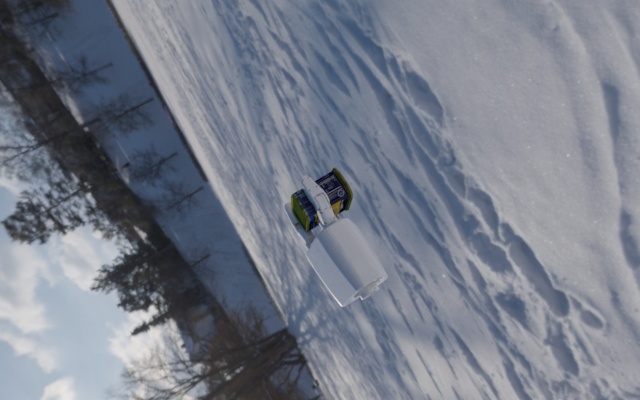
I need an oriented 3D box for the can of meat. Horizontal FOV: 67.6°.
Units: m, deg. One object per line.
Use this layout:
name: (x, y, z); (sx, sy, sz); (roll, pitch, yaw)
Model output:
can of meat: (0.000, 0.003, 0.777); (0.084, 0.057, 0.102); (-31, -15, -12)
